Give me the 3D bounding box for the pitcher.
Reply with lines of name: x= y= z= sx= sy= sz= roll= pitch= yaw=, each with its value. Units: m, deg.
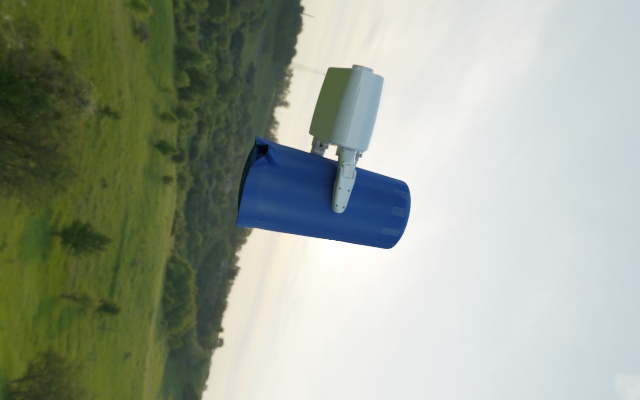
pitcher: x=0.000 y=0.002 z=0.712 sx=0.243 sy=0.145 sz=0.149 roll=13 pitch=9 yaw=-9
